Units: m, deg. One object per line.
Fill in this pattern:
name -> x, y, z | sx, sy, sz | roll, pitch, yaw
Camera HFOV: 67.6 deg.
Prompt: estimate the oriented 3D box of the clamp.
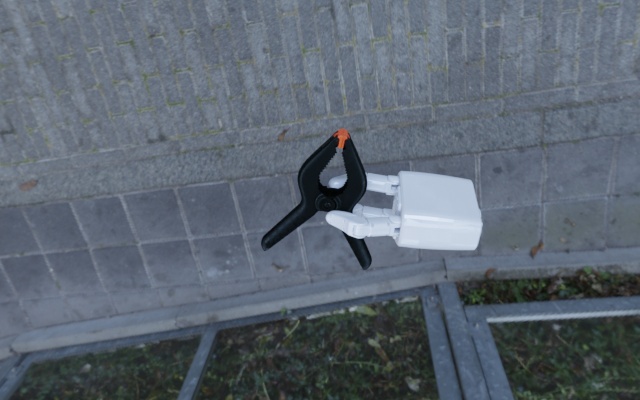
clamp -> 0.000, 0.002, 0.663 | 0.164, 0.210, 0.036 | 5, 28, 0
